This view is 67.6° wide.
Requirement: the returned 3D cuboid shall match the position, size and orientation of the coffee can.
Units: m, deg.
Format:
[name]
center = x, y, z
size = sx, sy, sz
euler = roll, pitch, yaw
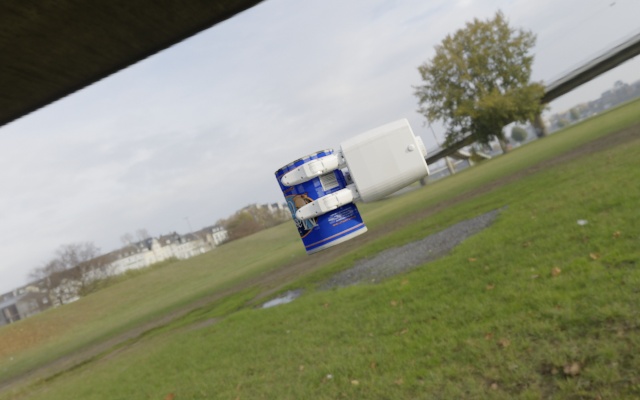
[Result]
[coffee can]
center = 0.000, 0.003, 0.756
size = 0.103, 0.140, 0.103
euler = -23, -3, -1
